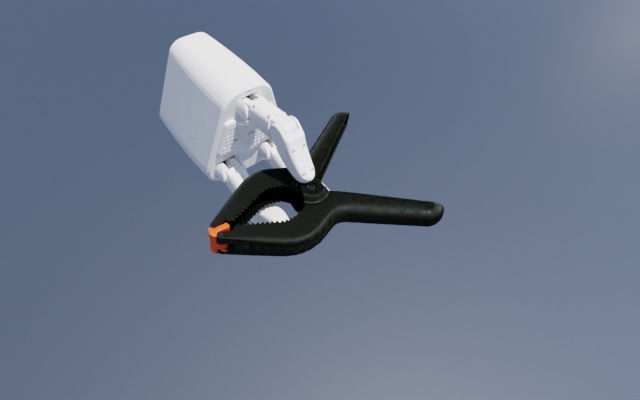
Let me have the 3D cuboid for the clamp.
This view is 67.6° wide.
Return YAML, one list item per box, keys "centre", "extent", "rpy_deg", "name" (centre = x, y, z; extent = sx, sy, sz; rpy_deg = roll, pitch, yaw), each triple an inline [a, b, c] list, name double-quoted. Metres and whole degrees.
- centre: [0.000, 0.001, 0.442]
  extent: [0.210, 0.036, 0.164]
  rpy_deg: [-31, 59, -29]
  name: "clamp"
